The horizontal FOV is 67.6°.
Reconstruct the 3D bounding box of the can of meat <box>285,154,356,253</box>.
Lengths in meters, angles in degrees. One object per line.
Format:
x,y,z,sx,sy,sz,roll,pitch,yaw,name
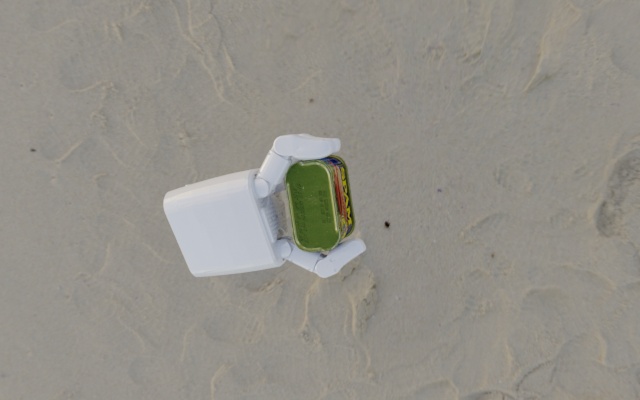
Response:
0.000,0.002,0.530,0.057,0.102,0.084,-7,5,14,can of meat
